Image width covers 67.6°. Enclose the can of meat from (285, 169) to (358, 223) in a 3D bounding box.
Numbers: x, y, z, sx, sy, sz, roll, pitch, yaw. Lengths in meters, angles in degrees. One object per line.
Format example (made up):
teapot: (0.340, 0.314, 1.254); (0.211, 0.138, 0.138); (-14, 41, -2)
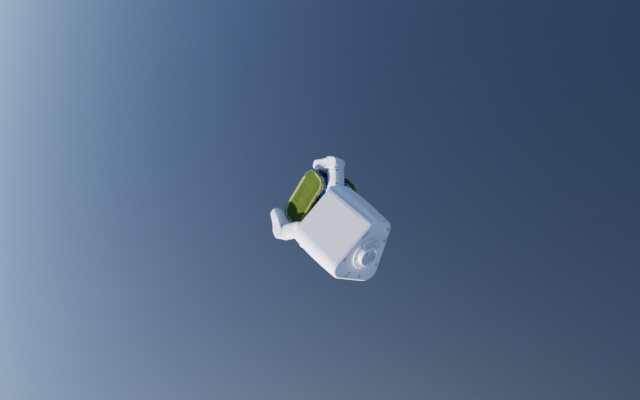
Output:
can of meat: (0.000, 0.002, 0.807); (0.084, 0.102, 0.057); (14, 24, -43)
